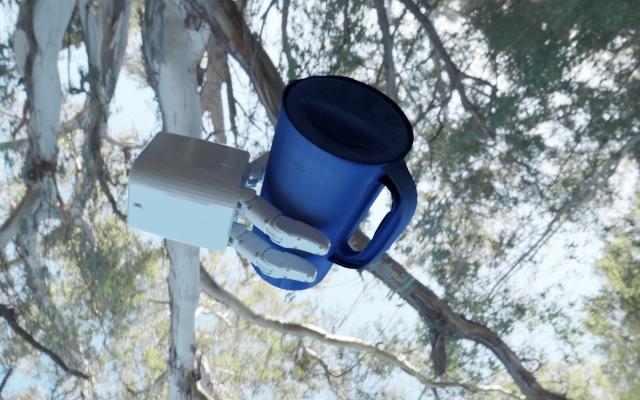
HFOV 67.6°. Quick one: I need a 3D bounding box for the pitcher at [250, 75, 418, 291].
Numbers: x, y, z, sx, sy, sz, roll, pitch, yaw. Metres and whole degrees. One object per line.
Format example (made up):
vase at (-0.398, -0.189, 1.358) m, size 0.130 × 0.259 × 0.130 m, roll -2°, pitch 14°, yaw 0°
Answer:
pitcher at (0.000, 0.002, 0.525) m, size 0.145 × 0.149 × 0.243 m, roll 15°, pitch -46°, yaw -9°
